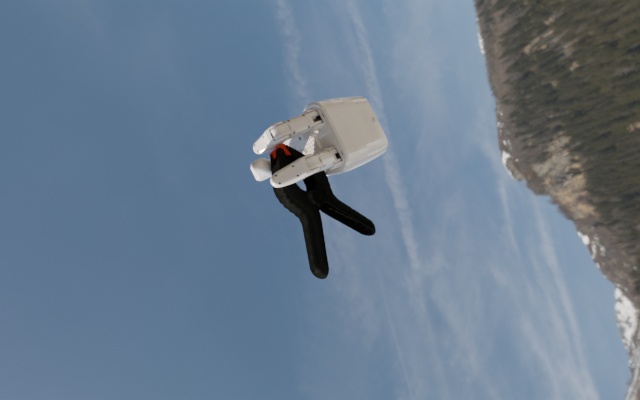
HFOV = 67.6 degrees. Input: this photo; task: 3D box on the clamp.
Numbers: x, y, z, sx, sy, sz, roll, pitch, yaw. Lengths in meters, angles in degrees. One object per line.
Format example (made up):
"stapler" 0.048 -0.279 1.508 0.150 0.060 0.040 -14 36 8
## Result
"clamp" 0.000 0.002 0.609 0.039 0.171 0.120 -28 -3 44
